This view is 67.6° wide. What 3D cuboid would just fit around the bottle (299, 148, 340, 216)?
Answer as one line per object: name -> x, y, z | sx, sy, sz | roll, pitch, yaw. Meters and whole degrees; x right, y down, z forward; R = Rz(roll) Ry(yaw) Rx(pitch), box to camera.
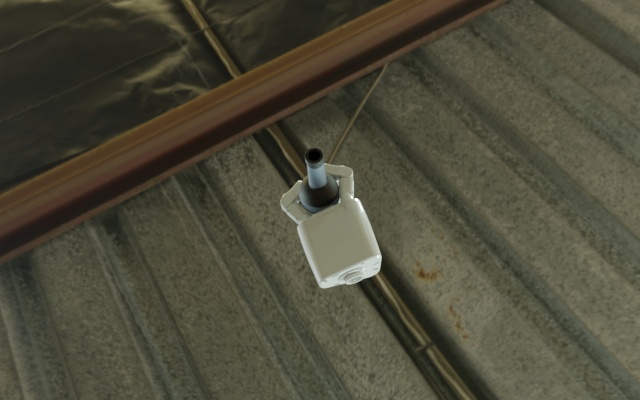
bottle -> 0.000, 0.003, 0.815 | 0.069, 0.069, 0.296 | 0, -27, 4
